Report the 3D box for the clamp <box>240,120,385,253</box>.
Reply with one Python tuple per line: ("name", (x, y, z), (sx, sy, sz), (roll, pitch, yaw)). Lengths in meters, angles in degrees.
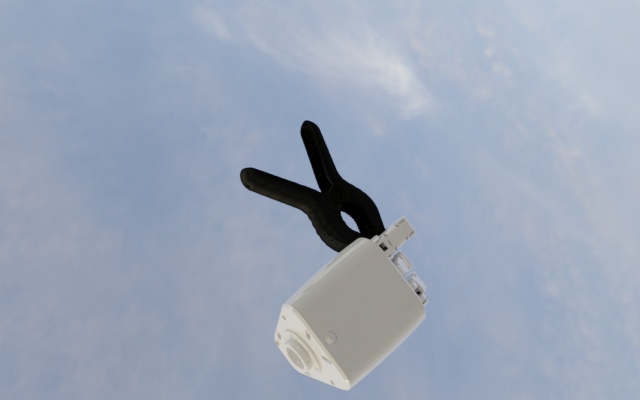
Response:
("clamp", (0.000, 0.002, 0.497), (0.120, 0.171, 0.039), (-35, -8, -33))
